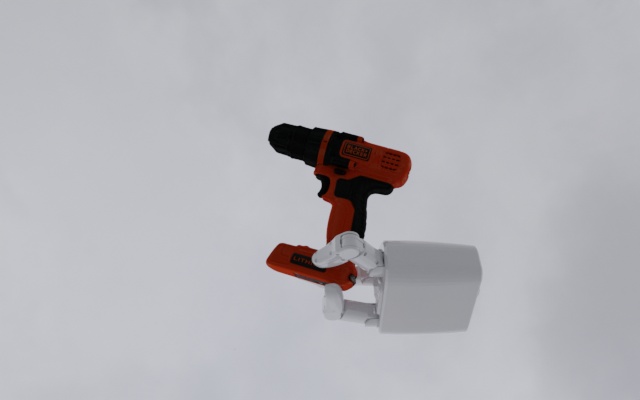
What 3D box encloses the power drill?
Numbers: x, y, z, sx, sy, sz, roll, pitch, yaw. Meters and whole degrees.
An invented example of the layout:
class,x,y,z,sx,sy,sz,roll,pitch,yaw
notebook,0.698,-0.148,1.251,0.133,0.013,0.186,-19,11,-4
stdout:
class,x,y,z,sx,sy,sz,roll,pitch,yaw
power drill,0.000,0.002,0.577,0.184,0.187,0.057,16,-14,13
